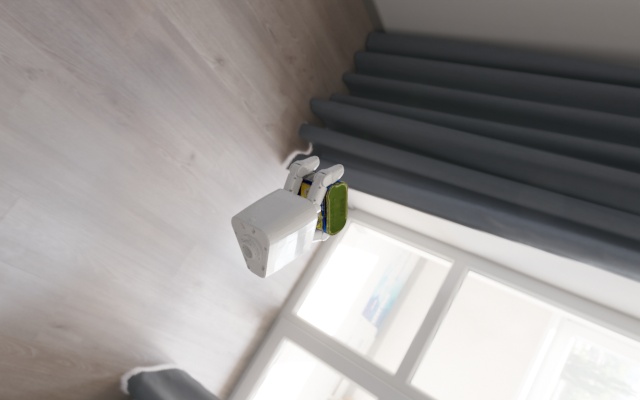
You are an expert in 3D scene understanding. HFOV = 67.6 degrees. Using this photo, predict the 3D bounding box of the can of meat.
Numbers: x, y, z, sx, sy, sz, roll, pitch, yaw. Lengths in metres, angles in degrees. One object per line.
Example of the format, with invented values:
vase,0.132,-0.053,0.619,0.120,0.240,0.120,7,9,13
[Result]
can of meat,0.000,0.003,0.838,0.084,0.102,0.057,23,36,37
